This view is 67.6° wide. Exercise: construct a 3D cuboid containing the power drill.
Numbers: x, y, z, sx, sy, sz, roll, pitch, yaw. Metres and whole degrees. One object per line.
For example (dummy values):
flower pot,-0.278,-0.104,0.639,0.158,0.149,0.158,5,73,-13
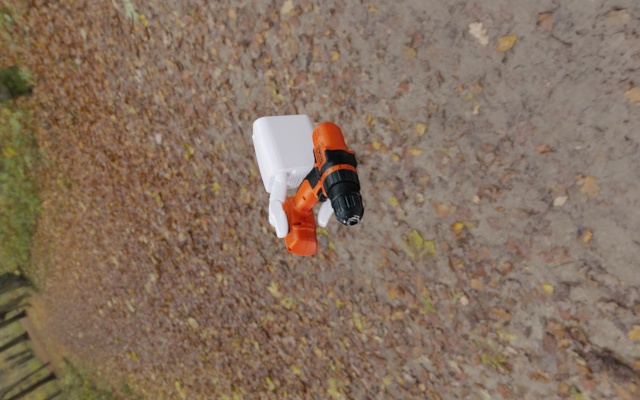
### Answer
power drill,0.000,0.002,0.726,0.057,0.184,0.188,9,-43,-24
